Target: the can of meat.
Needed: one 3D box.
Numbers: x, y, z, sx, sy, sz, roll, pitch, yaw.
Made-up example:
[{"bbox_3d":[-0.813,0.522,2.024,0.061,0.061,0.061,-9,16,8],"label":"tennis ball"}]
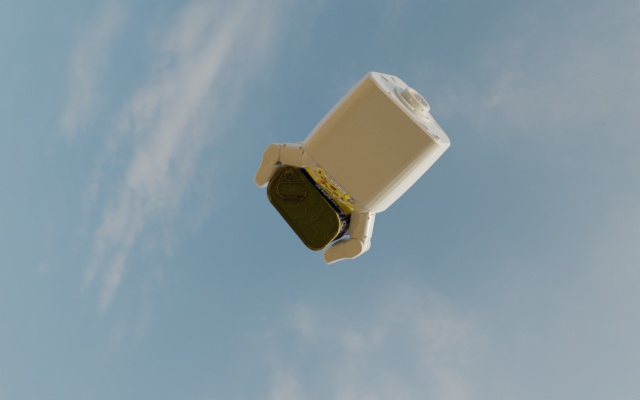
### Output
[{"bbox_3d":[0.000,0.002,0.568,0.057,0.102,0.084,-49,-17,28],"label":"can of meat"}]
